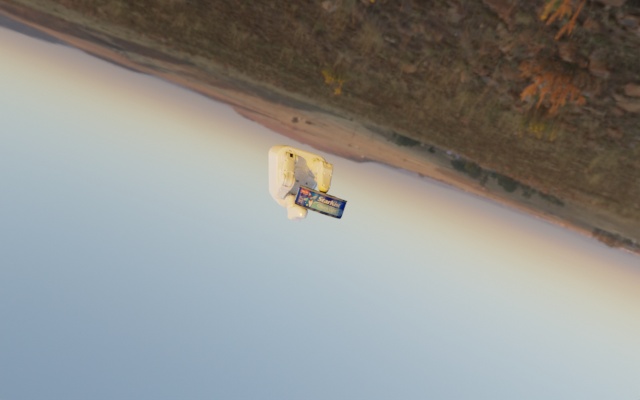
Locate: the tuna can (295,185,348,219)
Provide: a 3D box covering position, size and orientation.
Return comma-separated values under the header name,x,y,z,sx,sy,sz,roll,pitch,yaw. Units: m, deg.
name,x,y,z,sx,sy,sz,roll,pitch,yaw
tuna can,0.000,0.003,0.805,0.086,0.034,0.086,19,2,-1
